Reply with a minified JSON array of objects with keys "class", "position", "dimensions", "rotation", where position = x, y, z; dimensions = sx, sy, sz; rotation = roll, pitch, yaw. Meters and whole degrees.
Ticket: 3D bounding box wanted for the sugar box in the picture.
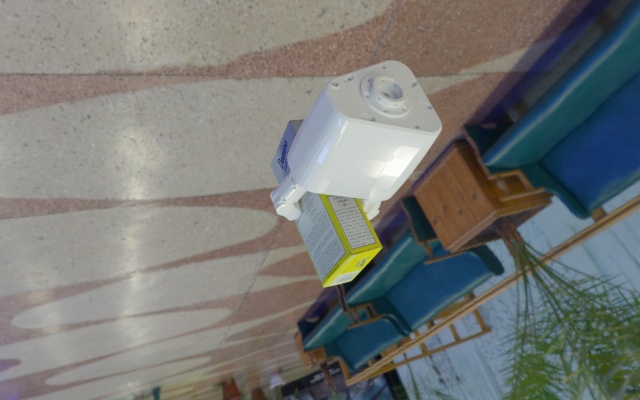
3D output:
[{"class":"sugar box","position":[0.001,0.002,0.551],"dimensions":[0.048,0.176,0.093],"rotation":[-9,-27,-27]}]
